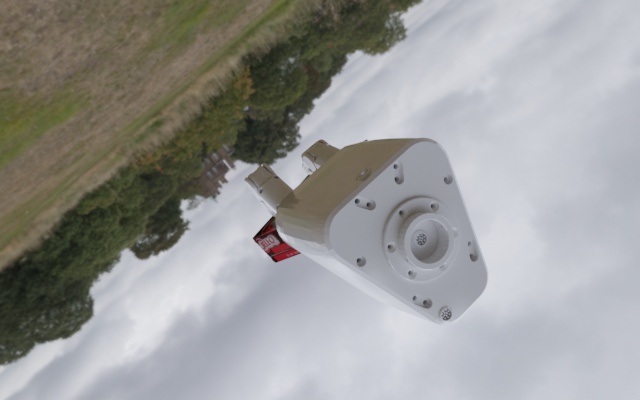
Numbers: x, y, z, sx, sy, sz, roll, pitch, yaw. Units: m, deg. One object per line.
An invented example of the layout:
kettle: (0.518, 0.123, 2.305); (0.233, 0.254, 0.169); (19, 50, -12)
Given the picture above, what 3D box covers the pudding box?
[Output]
pudding box: (0.000, 0.002, 0.443); (0.090, 0.039, 0.113); (-24, 19, 48)
